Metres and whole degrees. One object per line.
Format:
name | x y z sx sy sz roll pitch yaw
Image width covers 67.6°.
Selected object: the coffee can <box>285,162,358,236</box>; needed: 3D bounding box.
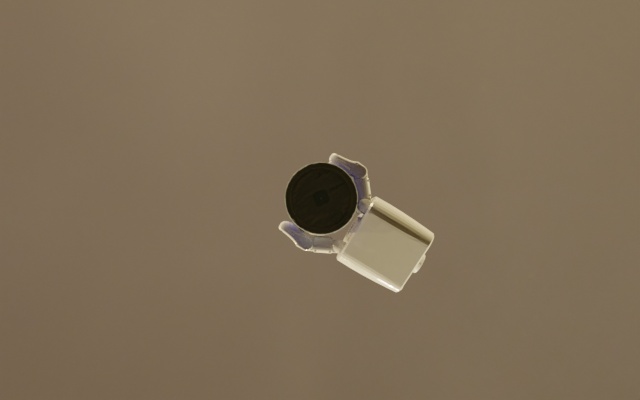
coffee can | 0.000 0.002 0.735 0.103 0.103 0.140 0 -5 -1
